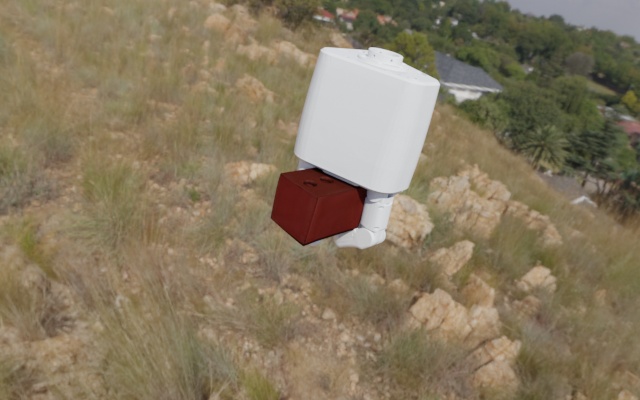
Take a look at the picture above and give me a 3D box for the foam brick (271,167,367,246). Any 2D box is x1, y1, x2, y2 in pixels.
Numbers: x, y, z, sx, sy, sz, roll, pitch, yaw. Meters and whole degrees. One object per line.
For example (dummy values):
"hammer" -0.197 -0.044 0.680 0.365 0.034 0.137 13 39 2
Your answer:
"foam brick" 0.000 0.002 0.461 0.078 0.051 0.053 -14 39 -44
